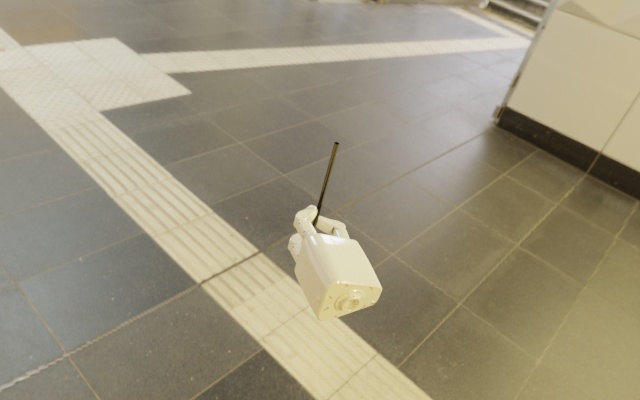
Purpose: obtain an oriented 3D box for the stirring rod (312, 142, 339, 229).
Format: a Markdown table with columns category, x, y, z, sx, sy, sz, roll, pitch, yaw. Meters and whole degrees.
| category | x | y | z | sx | sy | sz | roll | pitch | yaw |
| --- | --- | --- | --- | --- | --- | --- | --- | --- | --- |
| stirring rod | 0.000 | 0.003 | 0.836 | 0.011 | 0.240 | 0.011 | 10 | 36 | -7 |
